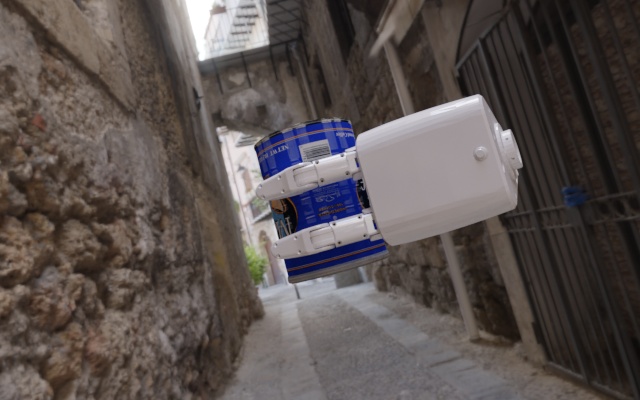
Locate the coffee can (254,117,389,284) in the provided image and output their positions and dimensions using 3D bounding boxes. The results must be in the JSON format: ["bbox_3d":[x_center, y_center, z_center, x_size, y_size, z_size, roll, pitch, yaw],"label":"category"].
[{"bbox_3d":[0.000,0.002,0.477,0.103,0.140,0.103,-15,-5,-1],"label":"coffee can"}]
